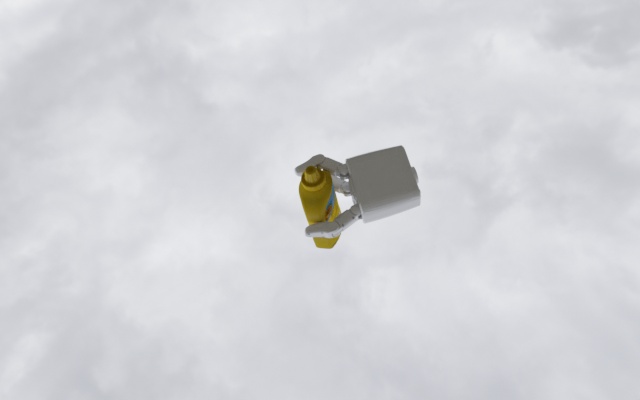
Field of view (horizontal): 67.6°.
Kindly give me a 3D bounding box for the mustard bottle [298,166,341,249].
[{"bbox_3d":[0.000,0.003,0.845,0.058,0.096,0.192,5,-32,14],"label":"mustard bottle"}]
